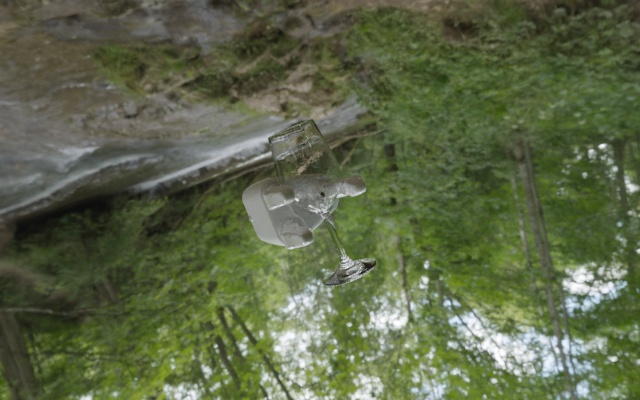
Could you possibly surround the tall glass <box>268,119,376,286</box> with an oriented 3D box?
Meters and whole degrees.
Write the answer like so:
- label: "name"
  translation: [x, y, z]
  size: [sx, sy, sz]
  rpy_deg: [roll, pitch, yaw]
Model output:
- label: "tall glass"
  translation: [0.000, 0.003, 0.606]
  size: [0.079, 0.201, 0.079]
  rpy_deg: [-22, 8, 3]
